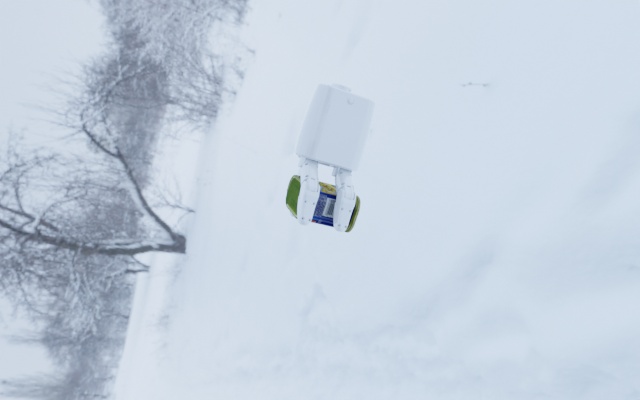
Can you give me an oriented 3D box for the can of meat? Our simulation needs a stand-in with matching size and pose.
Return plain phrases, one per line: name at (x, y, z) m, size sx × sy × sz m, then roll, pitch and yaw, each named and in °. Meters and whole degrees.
can of meat at (0.000, 0.002, 0.719) m, size 0.084 × 0.057 × 0.102 m, roll 14°, pitch 11°, yaw -22°
